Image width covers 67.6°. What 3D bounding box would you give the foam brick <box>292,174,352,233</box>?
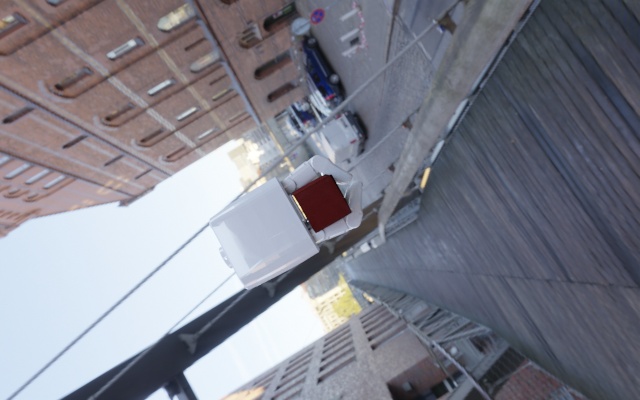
[{"bbox_3d":[0.000,0.002,0.587,0.051,0.053,0.078,-29,5,-2],"label":"foam brick"}]
